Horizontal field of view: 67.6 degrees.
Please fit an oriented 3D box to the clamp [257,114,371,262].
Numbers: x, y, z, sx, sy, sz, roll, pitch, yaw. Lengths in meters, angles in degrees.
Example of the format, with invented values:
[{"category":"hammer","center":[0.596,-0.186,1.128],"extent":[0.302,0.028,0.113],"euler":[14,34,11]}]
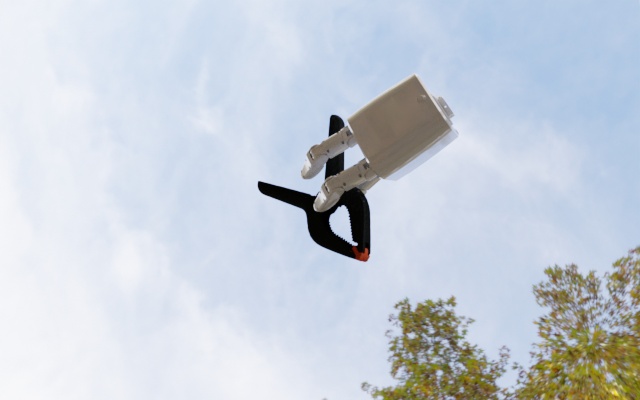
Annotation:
[{"category":"clamp","center":[0.001,0.003,0.666],"extent":[0.164,0.210,0.036],"euler":[-35,-28,20]}]
